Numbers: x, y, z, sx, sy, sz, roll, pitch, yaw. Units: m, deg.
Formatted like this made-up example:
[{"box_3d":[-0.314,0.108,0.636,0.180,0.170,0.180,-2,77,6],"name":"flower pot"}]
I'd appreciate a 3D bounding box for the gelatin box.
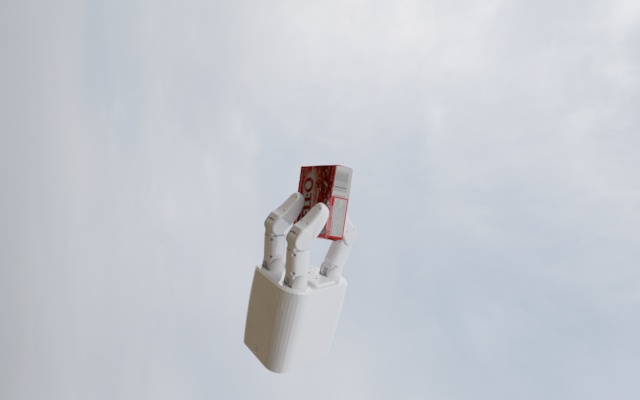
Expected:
[{"box_3d":[0.001,0.002,0.585,0.030,0.089,0.073,12,-5,-36],"name":"gelatin box"}]
